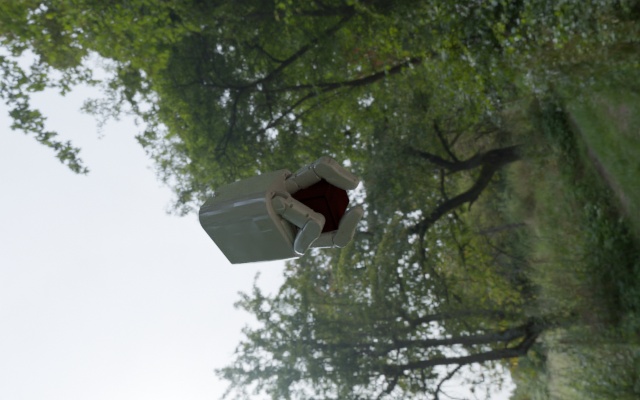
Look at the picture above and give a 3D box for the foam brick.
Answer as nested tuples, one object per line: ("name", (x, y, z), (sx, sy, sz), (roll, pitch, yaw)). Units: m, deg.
("foam brick", (0.000, 0.002, 0.627), (0.051, 0.053, 0.078), (-12, 23, 22))
